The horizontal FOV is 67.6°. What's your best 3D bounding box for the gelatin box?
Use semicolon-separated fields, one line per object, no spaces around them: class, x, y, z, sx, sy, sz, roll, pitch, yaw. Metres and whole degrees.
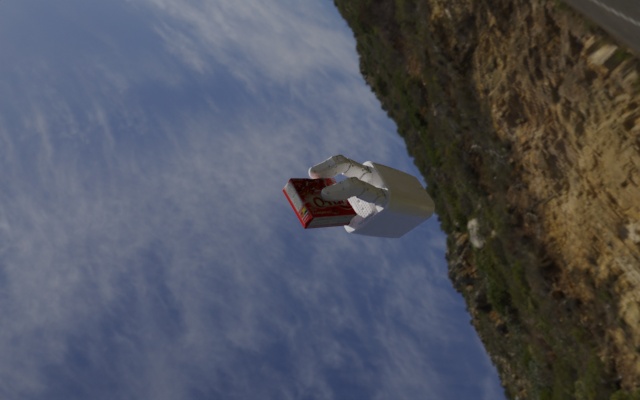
gelatin box;0.000;0.003;0.690;0.089;0.073;0.030;-2;-40;-42
